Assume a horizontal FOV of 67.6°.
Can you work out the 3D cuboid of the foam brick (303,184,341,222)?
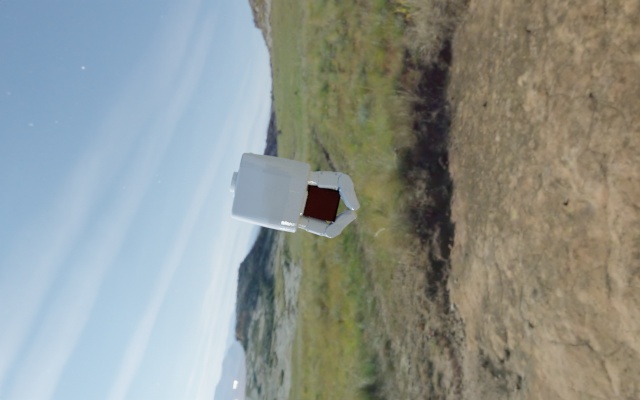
[{"bbox_3d":[0.000,0.003,0.785,0.051,0.053,0.078,13,1,-6],"label":"foam brick"}]
